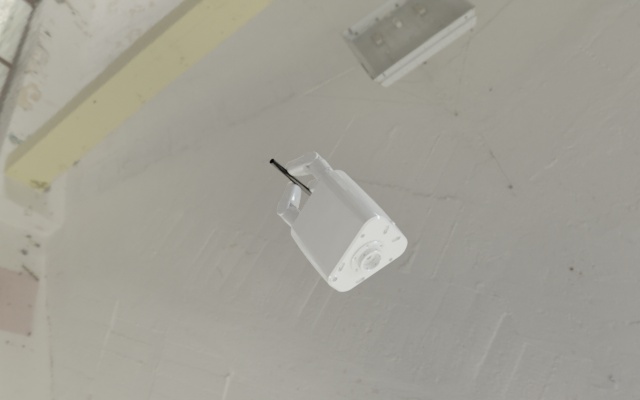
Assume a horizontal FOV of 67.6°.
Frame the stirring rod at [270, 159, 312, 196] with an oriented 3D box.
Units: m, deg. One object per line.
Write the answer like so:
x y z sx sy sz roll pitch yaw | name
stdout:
0.000 0.002 0.734 0.011 0.011 0.240 0 -28 39 | stirring rod
